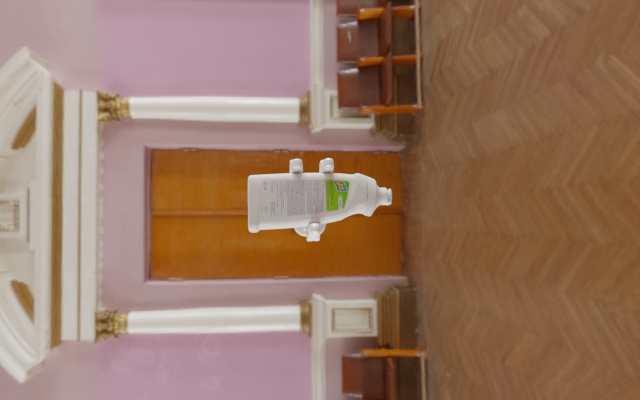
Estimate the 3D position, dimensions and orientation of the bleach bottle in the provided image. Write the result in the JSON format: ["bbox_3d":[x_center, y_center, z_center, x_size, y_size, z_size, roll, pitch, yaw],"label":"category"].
[{"bbox_3d":[0.000,0.003,0.840,0.251,0.102,0.068,-1,-4,-6],"label":"bleach bottle"}]
